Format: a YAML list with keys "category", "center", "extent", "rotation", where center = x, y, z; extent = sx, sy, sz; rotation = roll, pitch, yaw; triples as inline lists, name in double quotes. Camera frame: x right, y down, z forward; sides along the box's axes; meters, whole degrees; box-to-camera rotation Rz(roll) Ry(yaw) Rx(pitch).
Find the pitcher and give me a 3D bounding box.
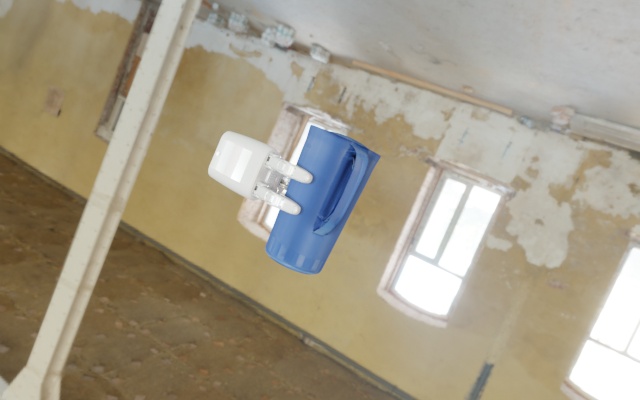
- category: "pitcher"
  center: [0.000, 0.003, 0.822]
  extent: [0.145, 0.243, 0.149]
  rotation: [26, 5, 22]
